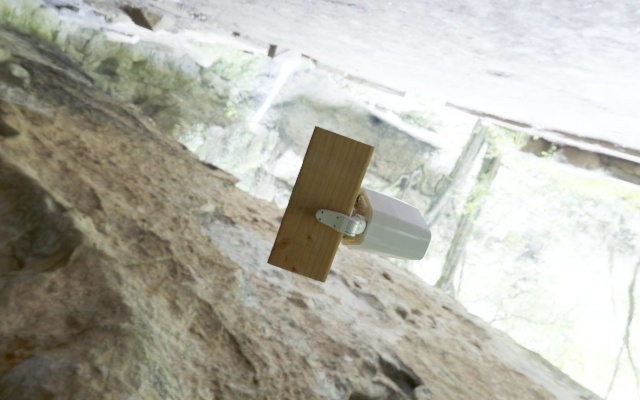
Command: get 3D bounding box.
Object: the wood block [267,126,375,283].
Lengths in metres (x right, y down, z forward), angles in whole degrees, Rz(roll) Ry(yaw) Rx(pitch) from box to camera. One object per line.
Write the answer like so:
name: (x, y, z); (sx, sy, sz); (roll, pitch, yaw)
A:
wood block: (0.000, 0.003, 0.708); (0.090, 0.206, 0.091); (19, 7, -2)
